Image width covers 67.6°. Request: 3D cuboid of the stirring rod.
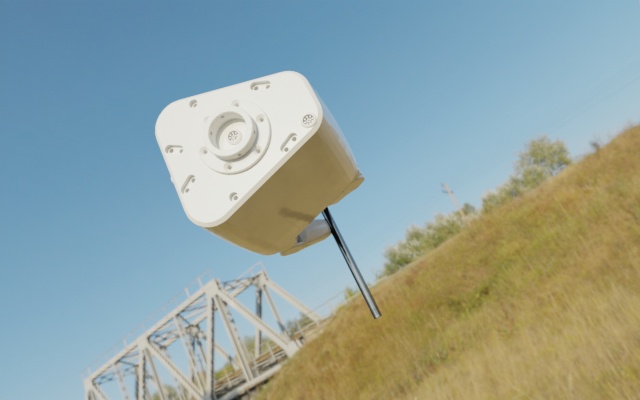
[{"bbox_3d":[0.000,0.002,0.460,0.011,0.239,0.011,-24,-19,-9],"label":"stirring rod"}]
